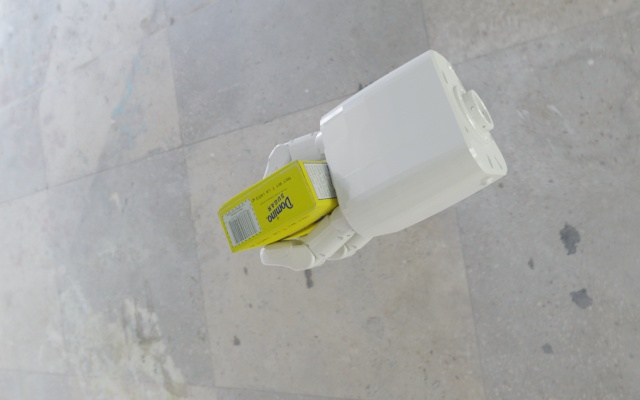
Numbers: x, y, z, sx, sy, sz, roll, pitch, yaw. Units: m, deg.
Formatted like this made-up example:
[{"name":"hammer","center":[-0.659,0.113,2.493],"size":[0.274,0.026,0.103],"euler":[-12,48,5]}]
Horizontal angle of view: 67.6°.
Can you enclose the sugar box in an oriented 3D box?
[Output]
[{"name":"sugar box","center":[0.000,0.002,0.439],"size":[0.093,0.048,0.176],"euler":[-28,-13,30]}]
